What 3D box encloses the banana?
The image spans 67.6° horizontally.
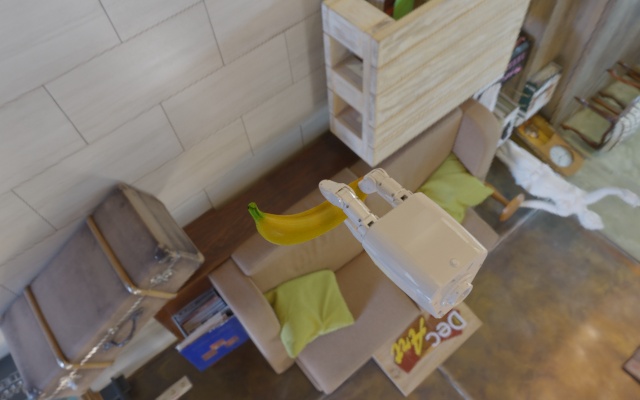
[{"bbox_3d":[-0.006,0.018,0.623,0.198,0.070,0.037,-16,45,-37],"label":"banana"}]
